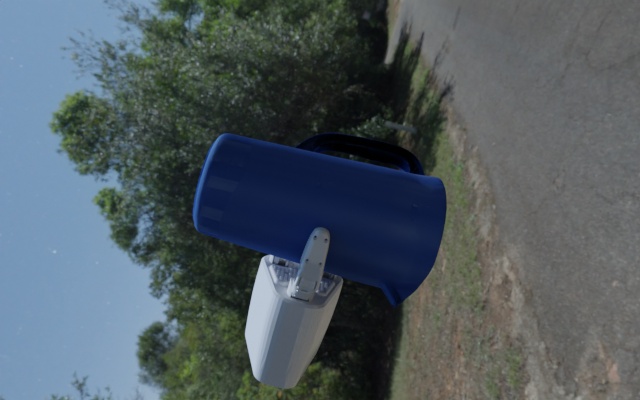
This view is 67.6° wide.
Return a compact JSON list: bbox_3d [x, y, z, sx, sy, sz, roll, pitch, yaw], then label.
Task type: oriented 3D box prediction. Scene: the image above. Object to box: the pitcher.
[{"bbox_3d":[0.000,0.002,0.511,0.243,0.145,0.149,15,16,-4],"label":"pitcher"}]
